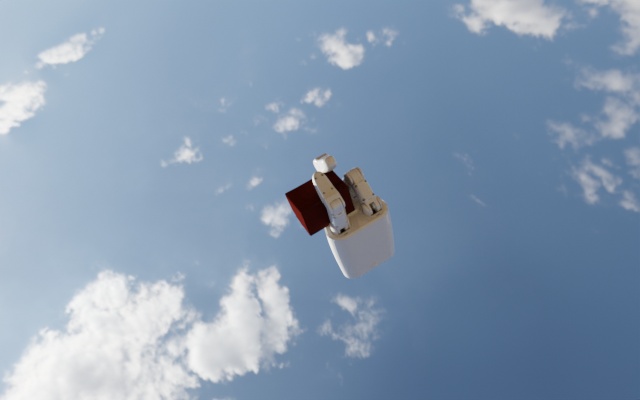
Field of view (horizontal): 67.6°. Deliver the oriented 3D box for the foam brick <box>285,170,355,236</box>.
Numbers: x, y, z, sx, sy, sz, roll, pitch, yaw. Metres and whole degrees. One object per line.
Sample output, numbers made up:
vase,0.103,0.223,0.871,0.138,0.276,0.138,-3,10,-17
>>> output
foam brick,0.000,0.002,0.679,0.078,0.051,0.053,-29,45,-10
